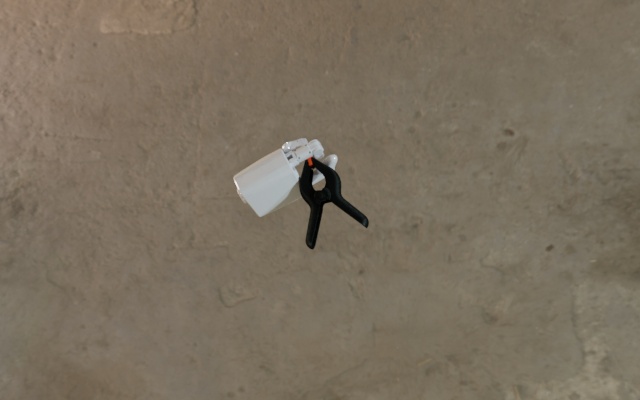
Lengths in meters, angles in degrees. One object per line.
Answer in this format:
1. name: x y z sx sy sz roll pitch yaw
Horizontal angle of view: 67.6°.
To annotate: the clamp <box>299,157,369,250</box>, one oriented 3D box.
1. clamp: 0.000 0.003 0.882 0.120 0.171 0.039 -29 -19 1
